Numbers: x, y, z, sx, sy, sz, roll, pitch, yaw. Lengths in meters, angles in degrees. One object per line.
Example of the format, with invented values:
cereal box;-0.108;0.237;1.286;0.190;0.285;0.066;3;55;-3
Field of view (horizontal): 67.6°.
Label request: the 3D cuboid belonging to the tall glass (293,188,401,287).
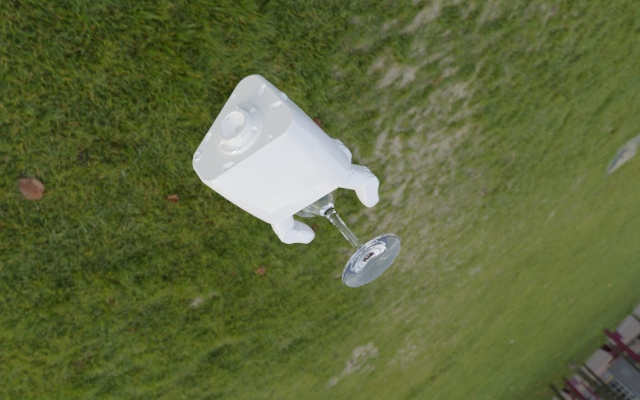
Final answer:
tall glass;0.000;0.002;0.550;0.079;0.079;0.201;0;38;-43
